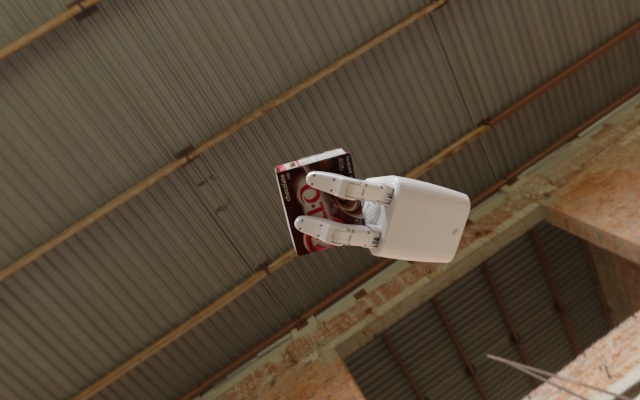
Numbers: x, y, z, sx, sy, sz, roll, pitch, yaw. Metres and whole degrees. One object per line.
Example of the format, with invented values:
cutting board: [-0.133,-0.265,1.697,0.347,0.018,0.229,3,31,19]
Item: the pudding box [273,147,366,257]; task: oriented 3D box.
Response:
pudding box: [0.000,0.002,0.573,0.090,0.113,0.039,-17,20,-8]
